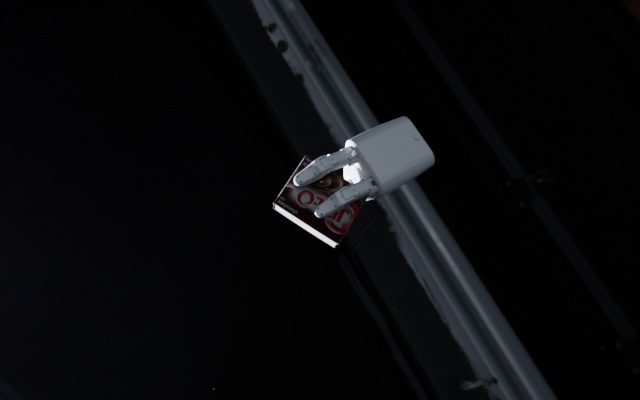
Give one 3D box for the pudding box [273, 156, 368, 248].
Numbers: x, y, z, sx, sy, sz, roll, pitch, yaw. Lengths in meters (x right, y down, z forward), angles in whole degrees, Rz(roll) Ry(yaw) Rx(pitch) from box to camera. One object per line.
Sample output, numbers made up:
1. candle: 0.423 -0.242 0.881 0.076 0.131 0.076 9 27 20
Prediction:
1. pudding box: 0.000 0.002 0.704 0.113 0.090 0.039 31 -19 4
